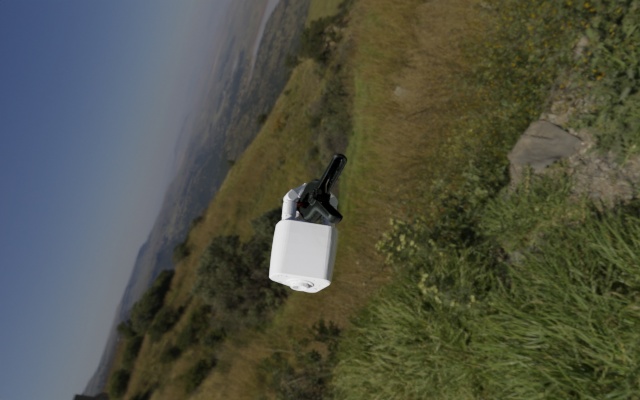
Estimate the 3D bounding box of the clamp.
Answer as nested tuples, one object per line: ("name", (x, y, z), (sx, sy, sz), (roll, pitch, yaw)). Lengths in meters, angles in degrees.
("clamp", (0.000, 0.003, 0.853), (0.039, 0.120, 0.171), (17, -28, -18))
